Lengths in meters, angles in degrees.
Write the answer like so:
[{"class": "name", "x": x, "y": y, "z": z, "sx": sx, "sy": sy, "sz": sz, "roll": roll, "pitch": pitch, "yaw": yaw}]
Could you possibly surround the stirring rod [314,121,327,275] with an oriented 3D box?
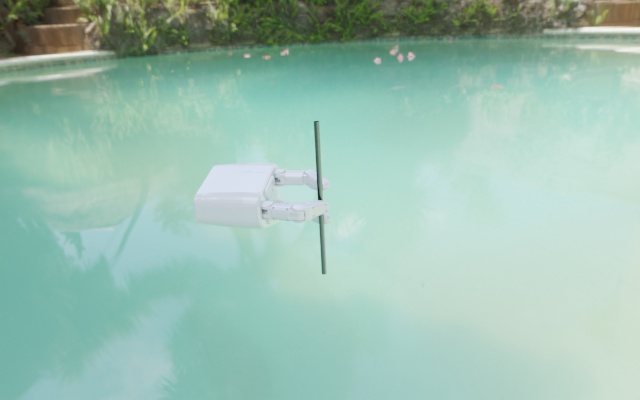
[{"class": "stirring rod", "x": 0.000, "y": 0.002, "z": 0.707, "sx": 0.011, "sy": 0.240, "sz": 0.011, "roll": -3, "pitch": 21, "yaw": 1}]
